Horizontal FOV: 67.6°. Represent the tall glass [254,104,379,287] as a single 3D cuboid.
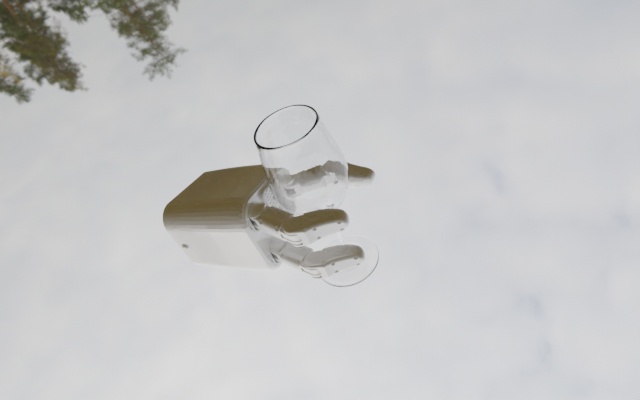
[{"bbox_3d":[0.000,0.002,0.488,0.079,0.079,0.201,0,-43,25],"label":"tall glass"}]
